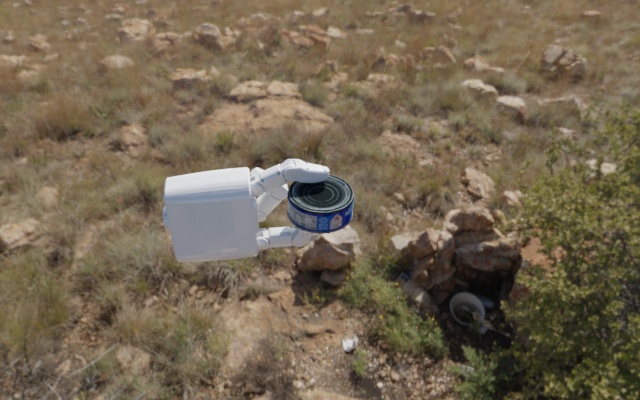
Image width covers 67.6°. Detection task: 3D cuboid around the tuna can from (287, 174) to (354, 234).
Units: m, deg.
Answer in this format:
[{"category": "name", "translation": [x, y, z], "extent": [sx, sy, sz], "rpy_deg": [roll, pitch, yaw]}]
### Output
[{"category": "tuna can", "translation": [0.000, 0.002, 0.609], "extent": [0.086, 0.034, 0.086], "rpy_deg": [2, 38, -2]}]
